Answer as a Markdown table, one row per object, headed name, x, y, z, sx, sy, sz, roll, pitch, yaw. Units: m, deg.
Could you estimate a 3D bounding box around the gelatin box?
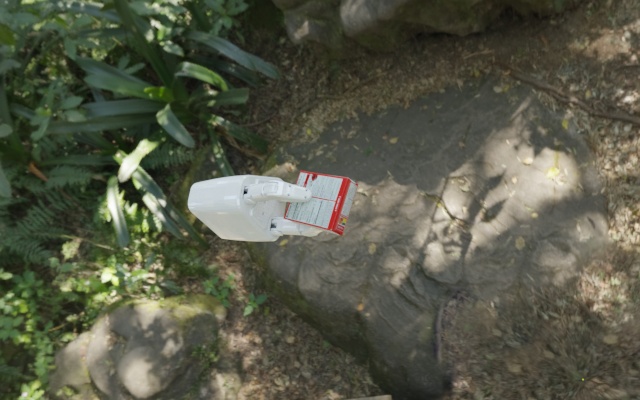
| name | x | y | z | sx | sy | sz | roll | pitch | yaw |
| --- | --- | --- | --- | --- | --- | --- | --- | --- | --- |
| gelatin box | 0.000 | 0.002 | 0.649 | 0.089 | 0.073 | 0.030 | 11 | -11 | 39 |
